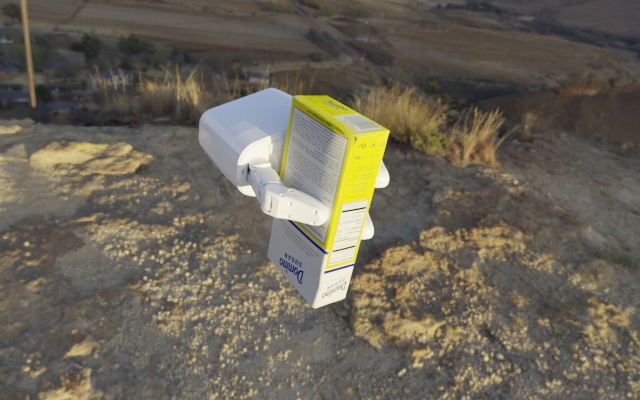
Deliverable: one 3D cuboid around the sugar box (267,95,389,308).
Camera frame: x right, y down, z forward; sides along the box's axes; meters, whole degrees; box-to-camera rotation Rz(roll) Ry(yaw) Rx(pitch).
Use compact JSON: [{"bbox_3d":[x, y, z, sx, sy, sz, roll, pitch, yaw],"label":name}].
[{"bbox_3d":[0.000,0.001,0.445,0.048,0.176,0.093,-12,36,-34],"label":"sugar box"}]
